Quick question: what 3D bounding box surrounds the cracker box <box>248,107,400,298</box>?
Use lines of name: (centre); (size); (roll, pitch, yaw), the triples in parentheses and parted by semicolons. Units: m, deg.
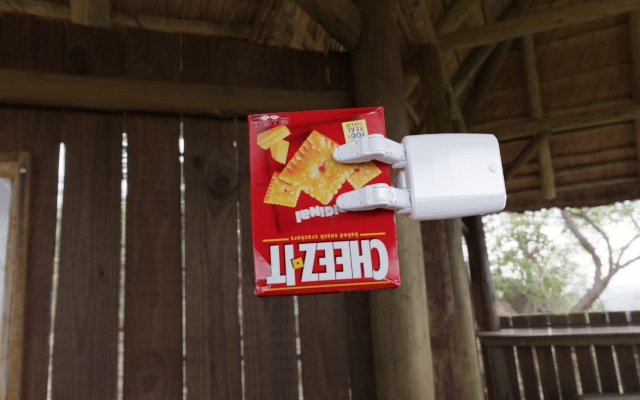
cracker box: (0.000, 0.002, 0.566); (0.164, 0.213, 0.072); (-3, -12, -3)
